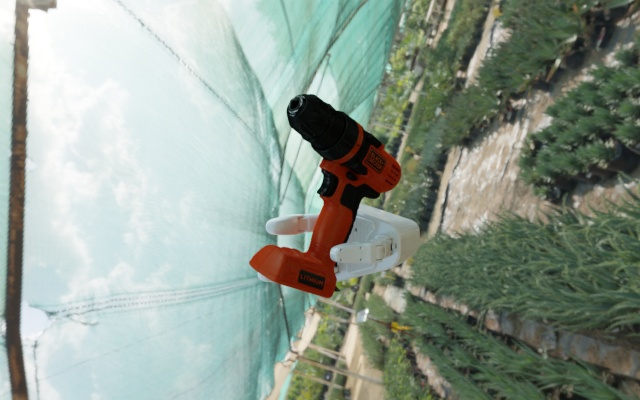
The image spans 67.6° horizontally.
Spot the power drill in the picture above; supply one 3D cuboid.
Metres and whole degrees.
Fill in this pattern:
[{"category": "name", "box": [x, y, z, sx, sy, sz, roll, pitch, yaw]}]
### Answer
[{"category": "power drill", "box": [0.000, 0.002, 0.510, 0.057, 0.187, 0.184, 25, -3, 45]}]
